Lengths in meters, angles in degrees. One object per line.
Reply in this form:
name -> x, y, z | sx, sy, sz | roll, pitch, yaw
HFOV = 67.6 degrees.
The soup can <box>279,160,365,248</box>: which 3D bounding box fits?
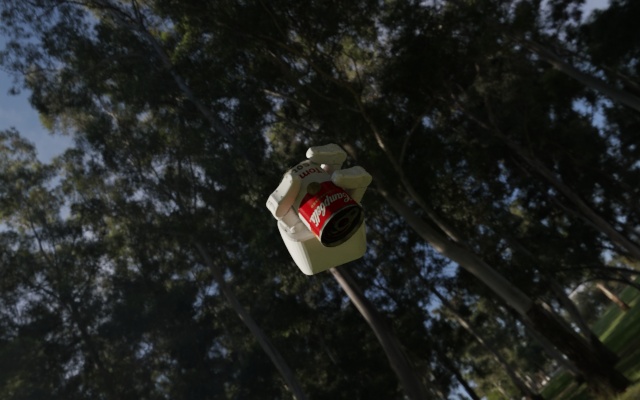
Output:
soup can -> 0.000, 0.002, 0.617 | 0.068, 0.068, 0.102 | 0, 37, -44
